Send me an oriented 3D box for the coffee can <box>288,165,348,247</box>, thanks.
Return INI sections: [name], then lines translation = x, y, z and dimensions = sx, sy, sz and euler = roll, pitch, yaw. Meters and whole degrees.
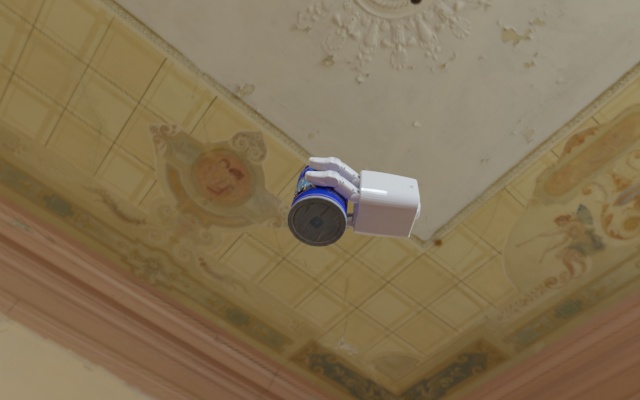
[coffee can]
translation = 0.000, 0.003, 0.881
dimensions = 0.103, 0.103, 0.140
euler = 0, 31, 6
